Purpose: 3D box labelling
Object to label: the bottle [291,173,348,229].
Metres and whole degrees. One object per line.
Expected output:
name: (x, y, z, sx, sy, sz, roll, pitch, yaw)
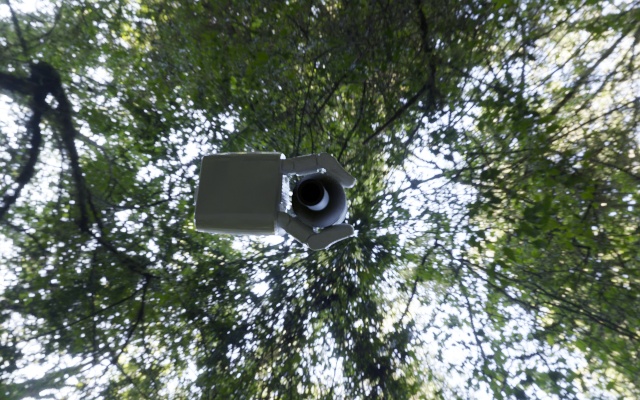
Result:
bottle: (0.000, 0.002, 0.613, 0.069, 0.069, 0.296, 0, -4, 4)
